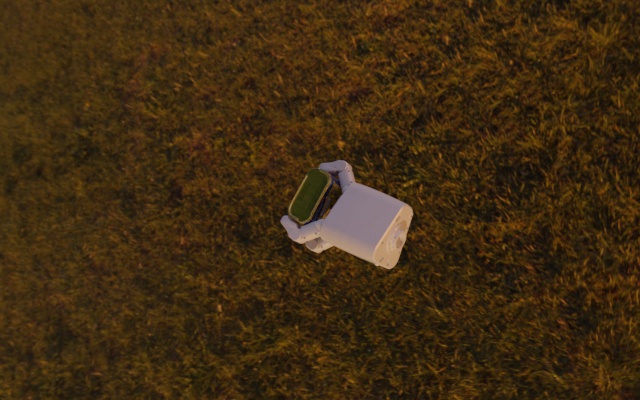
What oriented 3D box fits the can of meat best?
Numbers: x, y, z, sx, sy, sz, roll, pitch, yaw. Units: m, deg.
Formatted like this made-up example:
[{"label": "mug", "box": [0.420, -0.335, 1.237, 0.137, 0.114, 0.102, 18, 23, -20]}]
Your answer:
[{"label": "can of meat", "box": [0.000, 0.003, 0.829, 0.057, 0.102, 0.084, 26, -3, 35]}]
